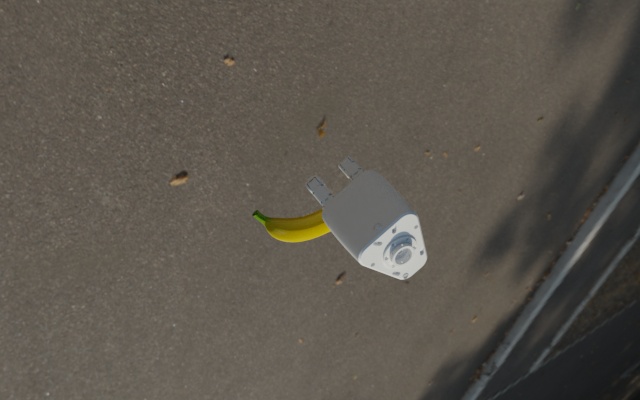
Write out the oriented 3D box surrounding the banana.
[{"bbox_3d":[0.001,0.019,0.728,0.198,0.070,0.037,-19,29,-7],"label":"banana"}]
